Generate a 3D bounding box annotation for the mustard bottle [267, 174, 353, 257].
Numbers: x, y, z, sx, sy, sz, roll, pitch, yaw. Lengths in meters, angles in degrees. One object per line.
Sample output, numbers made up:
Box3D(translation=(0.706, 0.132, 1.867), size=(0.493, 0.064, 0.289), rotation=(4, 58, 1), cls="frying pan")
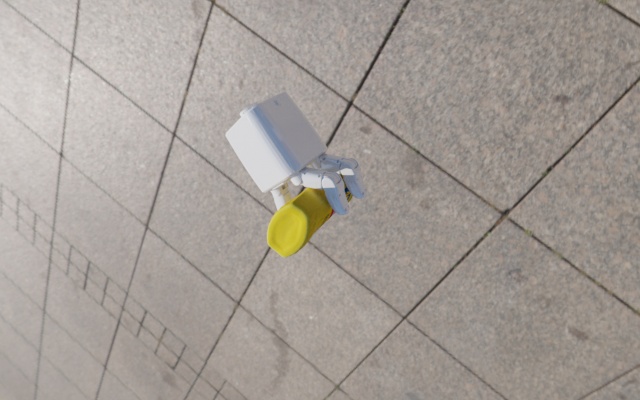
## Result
Box3D(translation=(0.000, 0.003, 0.709), size=(0.058, 0.096, 0.191), rotation=(38, 39, 9), cls="mustard bottle")
